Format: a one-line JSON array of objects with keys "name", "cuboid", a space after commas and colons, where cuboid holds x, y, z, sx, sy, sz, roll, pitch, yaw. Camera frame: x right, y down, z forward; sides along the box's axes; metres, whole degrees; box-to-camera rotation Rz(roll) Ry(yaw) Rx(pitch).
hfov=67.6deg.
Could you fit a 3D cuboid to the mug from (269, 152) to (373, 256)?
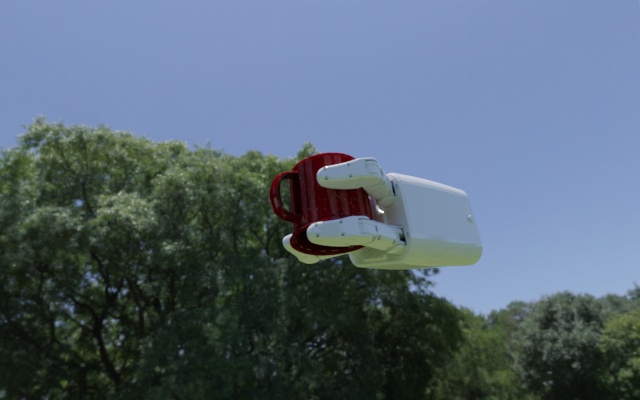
[{"name": "mug", "cuboid": [-0.001, 0.001, 0.497, 0.117, 0.081, 0.093, 10, -32, -30]}]
